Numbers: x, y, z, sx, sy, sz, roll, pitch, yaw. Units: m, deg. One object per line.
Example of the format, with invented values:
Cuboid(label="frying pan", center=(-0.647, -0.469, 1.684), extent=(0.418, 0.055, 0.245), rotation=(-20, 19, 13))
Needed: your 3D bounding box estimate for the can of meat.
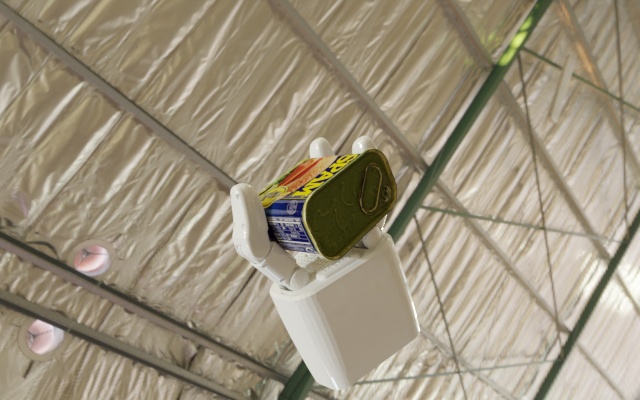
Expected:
Cuboid(label="can of meat", center=(0.000, 0.001, 0.402), extent=(0.084, 0.057, 0.102), rotation=(0, 32, 49))
